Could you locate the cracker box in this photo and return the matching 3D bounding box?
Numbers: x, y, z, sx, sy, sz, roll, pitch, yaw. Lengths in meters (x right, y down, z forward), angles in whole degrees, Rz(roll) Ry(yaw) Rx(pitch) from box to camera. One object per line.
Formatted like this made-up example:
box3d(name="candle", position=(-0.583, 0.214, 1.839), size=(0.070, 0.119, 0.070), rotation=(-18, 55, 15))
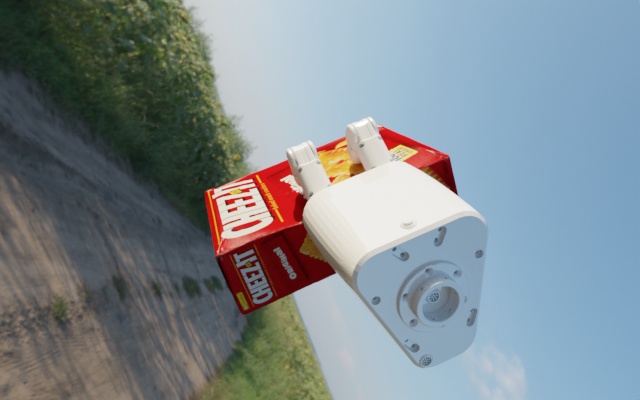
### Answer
box3d(name="cracker box", position=(0.000, 0.002, 0.471), size=(0.213, 0.072, 0.164), rotation=(-22, 24, -8))
